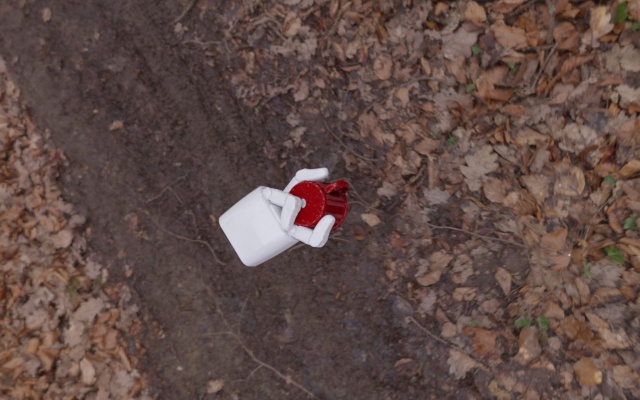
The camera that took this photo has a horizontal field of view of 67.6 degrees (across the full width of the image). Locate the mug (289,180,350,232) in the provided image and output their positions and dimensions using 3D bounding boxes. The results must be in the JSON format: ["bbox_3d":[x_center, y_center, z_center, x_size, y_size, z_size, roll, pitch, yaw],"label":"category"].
[{"bbox_3d":[0.001,0.002,0.847,0.117,0.093,0.081,-34,-20,21],"label":"mug"}]
